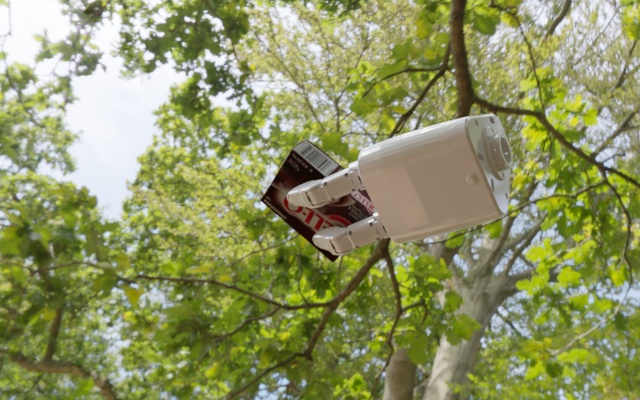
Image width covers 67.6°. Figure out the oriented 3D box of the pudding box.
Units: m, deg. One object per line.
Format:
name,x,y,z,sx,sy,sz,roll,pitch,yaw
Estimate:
pudding box,0.000,0.002,0.524,0.039,0.113,0.090,-43,-8,-49
